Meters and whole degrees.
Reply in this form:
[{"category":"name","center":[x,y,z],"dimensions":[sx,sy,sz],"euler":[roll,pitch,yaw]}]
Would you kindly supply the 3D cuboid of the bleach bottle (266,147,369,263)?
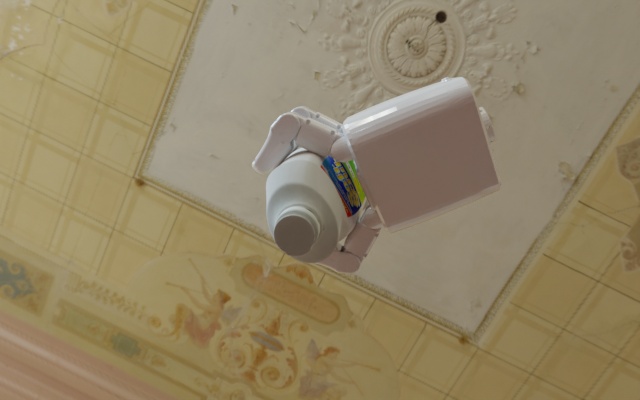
[{"category":"bleach bottle","center":[0.000,0.001,0.437],"dimensions":[0.068,0.102,0.250],"euler":[-21,10,11]}]
